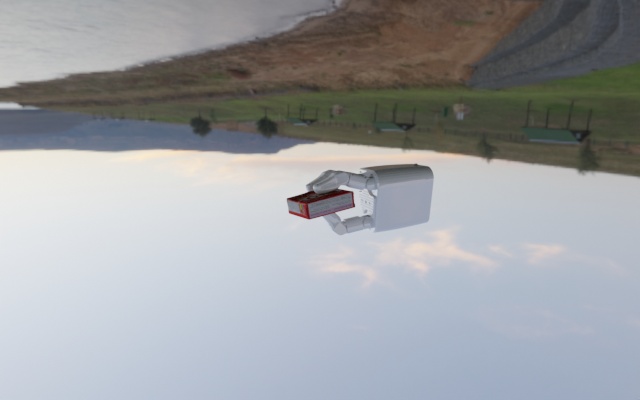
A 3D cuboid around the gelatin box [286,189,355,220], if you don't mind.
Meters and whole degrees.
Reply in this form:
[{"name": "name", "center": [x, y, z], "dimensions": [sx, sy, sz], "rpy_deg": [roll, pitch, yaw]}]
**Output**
[{"name": "gelatin box", "center": [0.000, 0.003, 0.776], "dimensions": [0.089, 0.030, 0.073], "rpy_deg": [-15, 14, -27]}]
